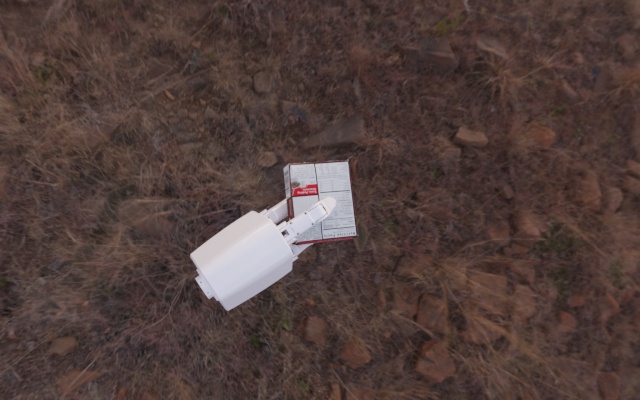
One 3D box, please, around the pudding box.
[{"bbox_3d":[0.000,0.002,0.667,0.090,0.113,0.039,-5,-5,-14],"label":"pudding box"}]
